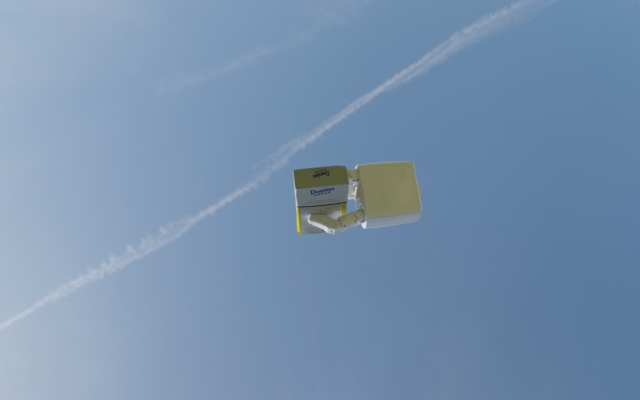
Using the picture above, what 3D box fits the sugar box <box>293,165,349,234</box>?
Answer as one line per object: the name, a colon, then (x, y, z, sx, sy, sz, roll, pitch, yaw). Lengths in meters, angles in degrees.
sugar box: (0.000, 0.002, 0.870, 0.093, 0.048, 0.176, -5, -32, -4)
